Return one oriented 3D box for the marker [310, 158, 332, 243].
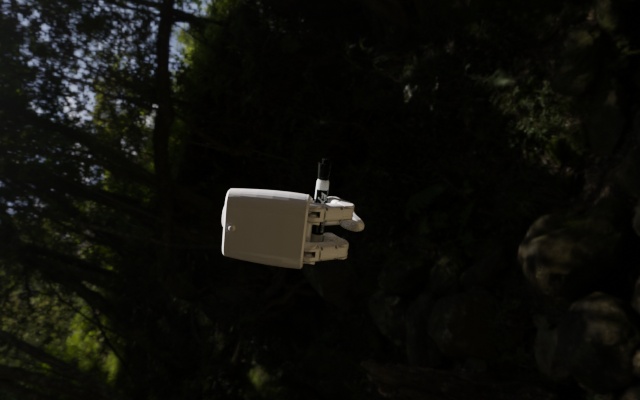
[{"bbox_3d":[0.000,0.002,0.659,0.020,0.121,0.020,6,14,-2],"label":"marker"}]
